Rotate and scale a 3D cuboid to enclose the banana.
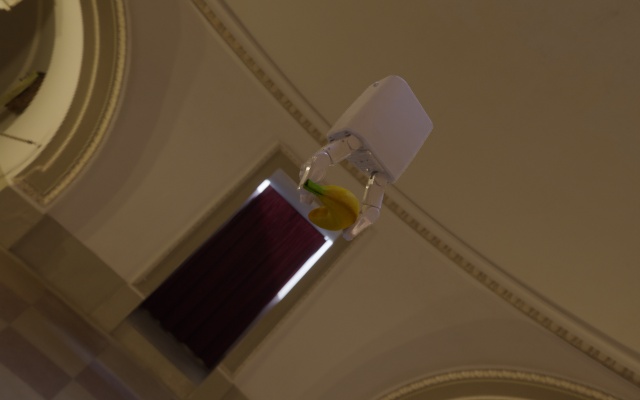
[{"bbox_3d":[0.016,0.011,0.622,0.069,0.037,0.198,32,-13,7],"label":"banana"}]
